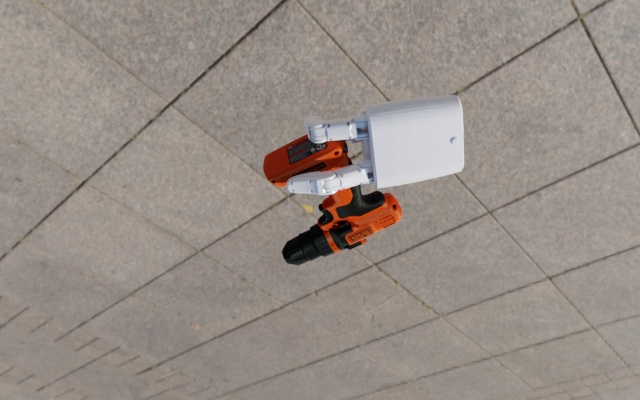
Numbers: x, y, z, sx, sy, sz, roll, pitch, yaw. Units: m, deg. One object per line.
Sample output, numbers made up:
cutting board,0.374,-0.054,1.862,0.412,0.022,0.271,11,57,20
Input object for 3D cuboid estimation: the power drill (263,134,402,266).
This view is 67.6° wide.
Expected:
power drill,0.000,0.002,0.639,0.184,0.057,0.188,-27,-46,8
